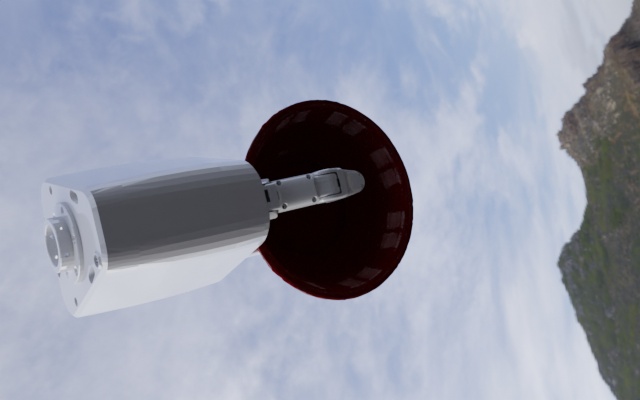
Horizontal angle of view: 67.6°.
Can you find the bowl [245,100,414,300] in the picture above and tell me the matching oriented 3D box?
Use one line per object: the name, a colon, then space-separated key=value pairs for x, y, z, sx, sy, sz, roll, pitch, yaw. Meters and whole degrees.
bowl: x=0.001 y=0.001 z=0.402 sx=0.162 sy=0.162 sz=0.055 roll=0 pitch=-9 yaw=-31
